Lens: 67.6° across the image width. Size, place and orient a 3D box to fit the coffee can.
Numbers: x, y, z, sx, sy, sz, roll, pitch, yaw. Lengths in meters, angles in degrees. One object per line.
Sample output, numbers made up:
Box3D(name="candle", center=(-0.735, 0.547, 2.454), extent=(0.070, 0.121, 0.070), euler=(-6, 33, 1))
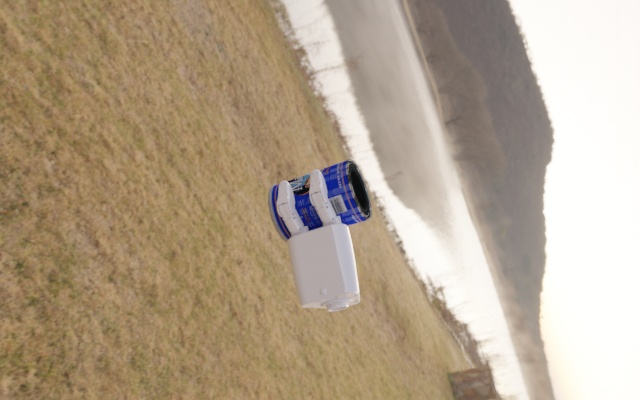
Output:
Box3D(name="coffee can", center=(0.000, 0.002, 0.778), extent=(0.140, 0.103, 0.103), euler=(-18, -6, 17))
